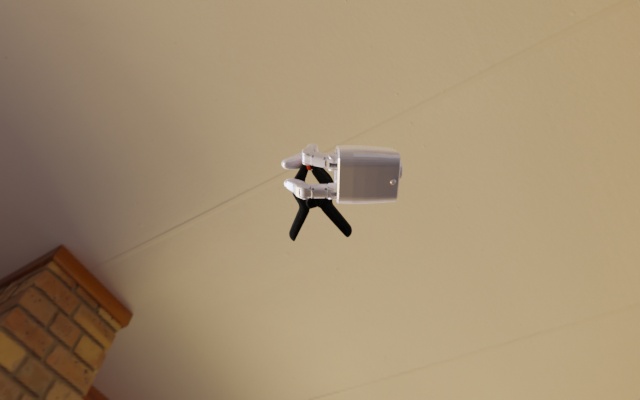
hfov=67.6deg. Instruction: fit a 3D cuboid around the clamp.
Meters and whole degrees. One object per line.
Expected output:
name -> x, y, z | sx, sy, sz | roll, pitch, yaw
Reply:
clamp -> 0.000, 0.002, 0.886 | 0.120, 0.172, 0.039 | 0, 28, -1
